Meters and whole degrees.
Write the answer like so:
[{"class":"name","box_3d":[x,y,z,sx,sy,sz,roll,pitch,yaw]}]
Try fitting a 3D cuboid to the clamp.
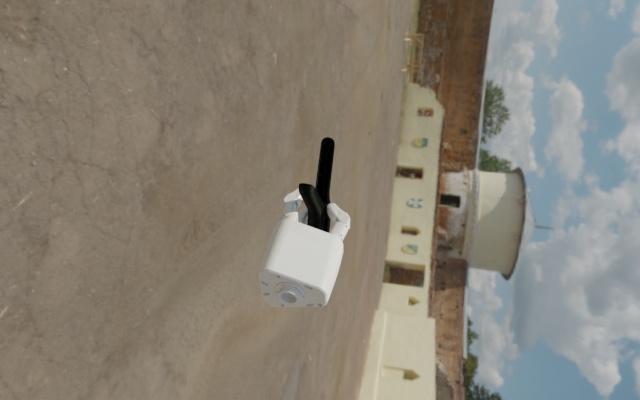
[{"class":"clamp","box_3d":[0.001,0.003,0.855,0.036,0.210,0.164,8,44,13]}]
